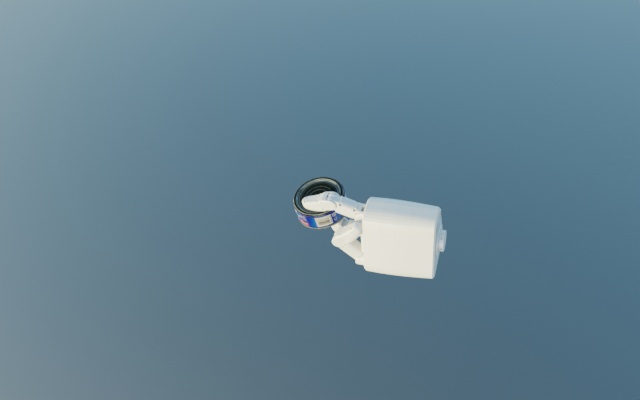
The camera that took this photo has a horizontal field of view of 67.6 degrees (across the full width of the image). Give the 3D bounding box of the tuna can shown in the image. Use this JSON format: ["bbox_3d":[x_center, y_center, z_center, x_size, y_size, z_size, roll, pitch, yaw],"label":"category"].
[{"bbox_3d":[0.000,0.002,0.766,0.086,0.086,0.034,0,-41,18],"label":"tuna can"}]
